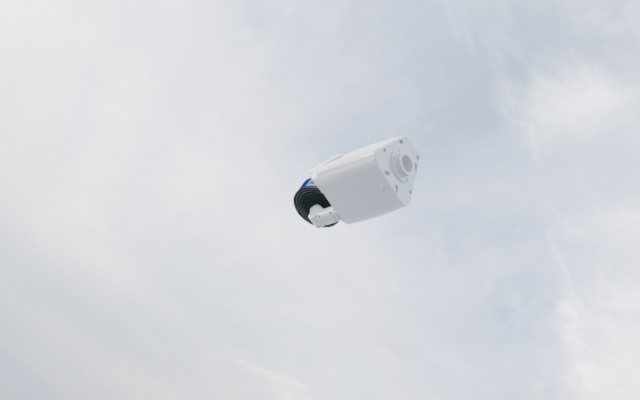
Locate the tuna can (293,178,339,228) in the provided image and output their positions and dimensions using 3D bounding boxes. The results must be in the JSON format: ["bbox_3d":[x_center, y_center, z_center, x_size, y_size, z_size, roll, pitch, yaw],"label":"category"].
[{"bbox_3d":[0.000,0.002,0.797,0.086,0.086,0.033,0,38,29],"label":"tuna can"}]
